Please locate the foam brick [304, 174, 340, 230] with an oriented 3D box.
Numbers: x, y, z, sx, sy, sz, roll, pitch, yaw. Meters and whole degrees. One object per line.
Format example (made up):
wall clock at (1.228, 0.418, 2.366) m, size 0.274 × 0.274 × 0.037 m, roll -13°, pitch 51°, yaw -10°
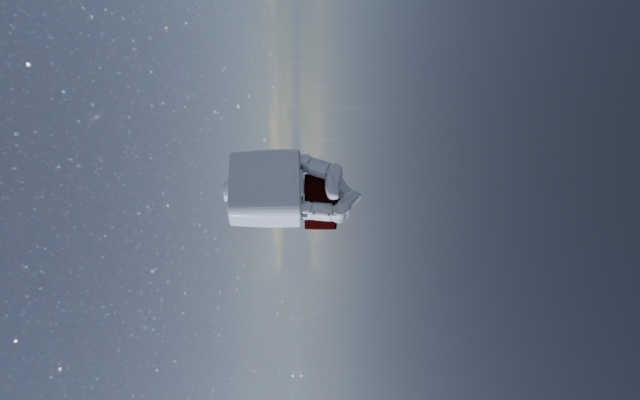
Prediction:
foam brick at (0.000, 0.003, 0.742) m, size 0.051 × 0.053 × 0.078 m, roll -1°, pitch -40°, yaw -4°
